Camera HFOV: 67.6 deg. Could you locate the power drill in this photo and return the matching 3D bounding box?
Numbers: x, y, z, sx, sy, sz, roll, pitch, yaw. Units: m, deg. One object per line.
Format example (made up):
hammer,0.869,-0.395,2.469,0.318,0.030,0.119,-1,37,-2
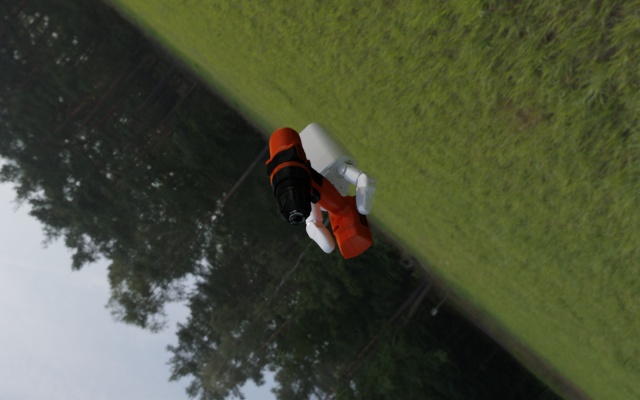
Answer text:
power drill,0.000,0.002,0.669,0.057,0.184,0.188,-31,-52,17
